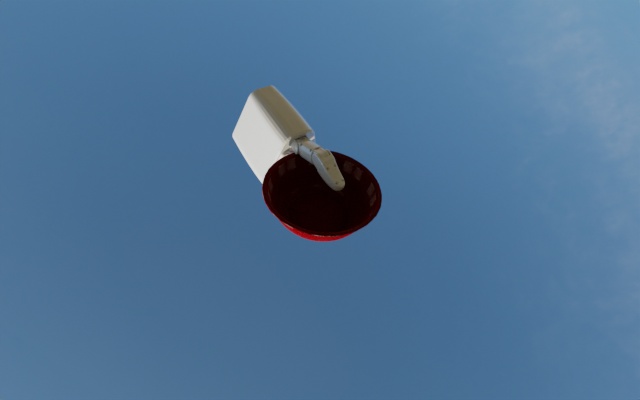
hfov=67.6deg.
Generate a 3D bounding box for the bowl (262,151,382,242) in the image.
[{"bbox_3d":[0.001,0.003,0.656,0.162,0.162,0.055,0,-43,-9],"label":"bowl"}]
